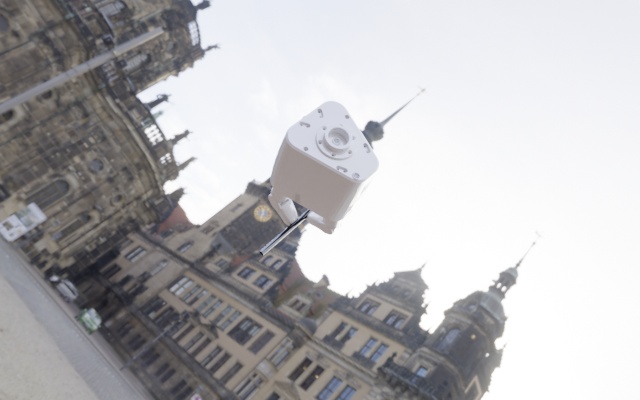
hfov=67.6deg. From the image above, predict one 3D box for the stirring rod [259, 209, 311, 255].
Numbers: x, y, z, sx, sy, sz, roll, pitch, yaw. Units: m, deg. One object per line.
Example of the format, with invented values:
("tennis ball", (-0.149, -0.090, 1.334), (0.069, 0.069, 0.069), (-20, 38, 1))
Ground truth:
("stirring rod", (0.000, 0.002, 0.708), (0.239, 0.011, 0.011), (-41, 22, -27))
